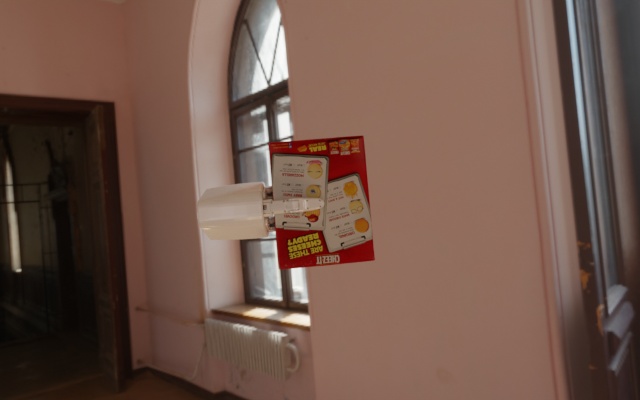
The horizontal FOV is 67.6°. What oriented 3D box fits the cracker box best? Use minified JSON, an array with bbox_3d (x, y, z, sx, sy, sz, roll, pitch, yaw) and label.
[{"bbox_3d":[0.000,0.003,0.825,0.164,0.213,0.072,-5,-1,-2],"label":"cracker box"}]
